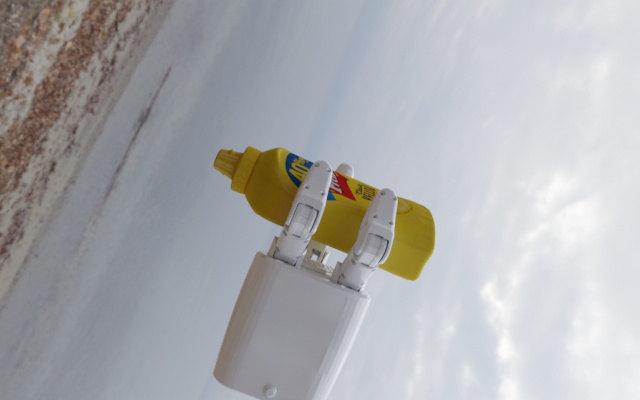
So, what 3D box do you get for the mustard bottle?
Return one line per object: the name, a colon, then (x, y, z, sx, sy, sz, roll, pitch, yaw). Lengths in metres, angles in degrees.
mustard bottle: (0.000, 0.001, 0.412, 0.191, 0.058, 0.096, 22, 23, -4)
